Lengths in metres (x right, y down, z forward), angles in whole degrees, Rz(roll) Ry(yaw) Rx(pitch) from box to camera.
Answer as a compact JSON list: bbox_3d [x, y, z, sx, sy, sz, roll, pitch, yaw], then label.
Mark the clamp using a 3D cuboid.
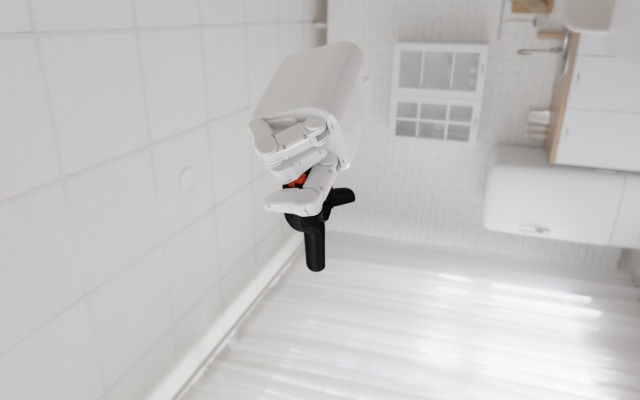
[{"bbox_3d":[-0.001,0.002,0.573,0.039,0.120,0.172,13,-29,20],"label":"clamp"}]
